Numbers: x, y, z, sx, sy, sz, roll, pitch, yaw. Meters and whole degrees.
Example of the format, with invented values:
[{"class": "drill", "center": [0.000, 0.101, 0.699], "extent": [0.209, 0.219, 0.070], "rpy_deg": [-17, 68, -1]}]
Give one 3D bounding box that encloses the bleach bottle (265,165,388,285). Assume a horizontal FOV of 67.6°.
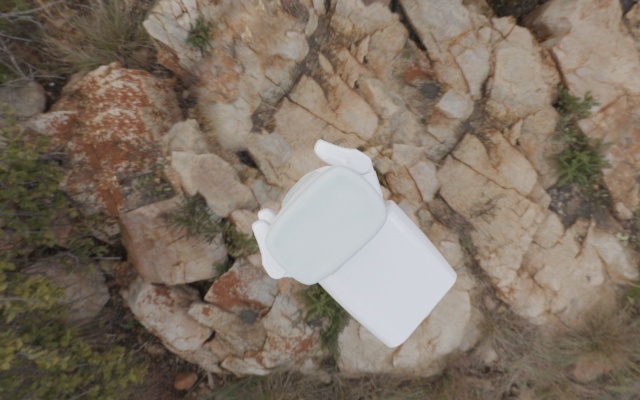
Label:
[{"class": "bleach bottle", "center": [0.000, 0.002, 0.498], "extent": [0.102, 0.068, 0.250], "rpy_deg": [-43, 8, 6]}]
